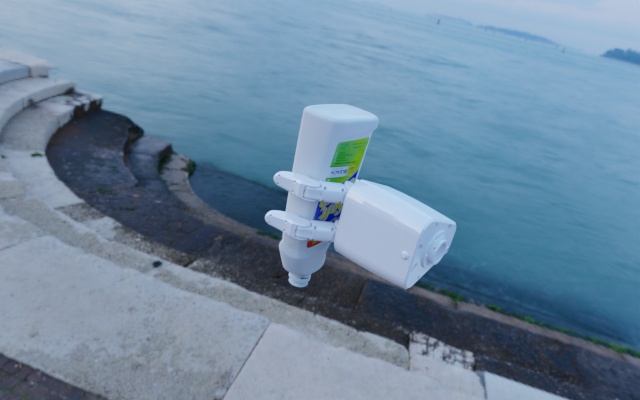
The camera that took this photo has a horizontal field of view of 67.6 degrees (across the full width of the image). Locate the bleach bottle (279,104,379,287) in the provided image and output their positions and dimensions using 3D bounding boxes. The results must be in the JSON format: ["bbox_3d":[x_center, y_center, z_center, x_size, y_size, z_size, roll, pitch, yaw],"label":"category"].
[{"bbox_3d":[0.000,0.002,0.638,0.068,0.251,0.102,30,29,34],"label":"bleach bottle"}]
